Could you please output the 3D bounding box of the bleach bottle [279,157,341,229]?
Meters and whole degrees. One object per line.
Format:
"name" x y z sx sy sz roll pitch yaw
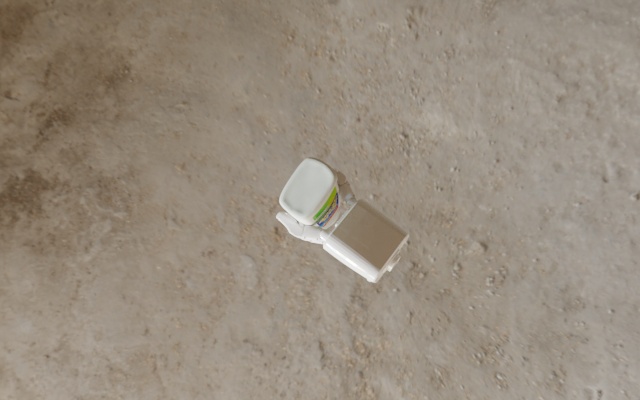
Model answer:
"bleach bottle" 0.000 0.003 0.874 0.068 0.102 0.251 35 -2 14
